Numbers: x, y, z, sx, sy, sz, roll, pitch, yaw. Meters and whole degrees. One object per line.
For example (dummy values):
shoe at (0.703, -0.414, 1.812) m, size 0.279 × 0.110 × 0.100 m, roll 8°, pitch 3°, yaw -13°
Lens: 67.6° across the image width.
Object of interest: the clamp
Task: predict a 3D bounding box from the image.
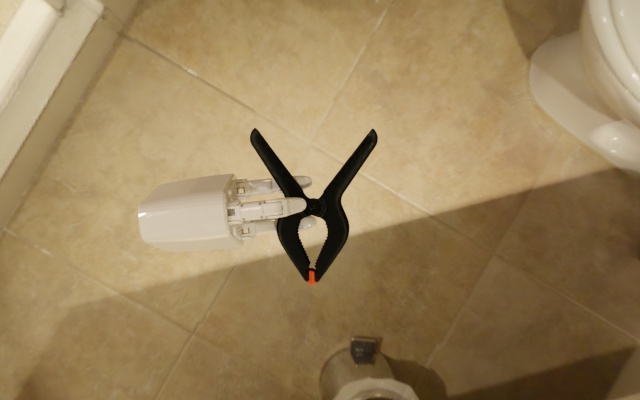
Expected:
clamp at (0.000, 0.003, 0.619) m, size 0.164 × 0.210 × 0.036 m, roll -6°, pitch 2°, yaw 4°
